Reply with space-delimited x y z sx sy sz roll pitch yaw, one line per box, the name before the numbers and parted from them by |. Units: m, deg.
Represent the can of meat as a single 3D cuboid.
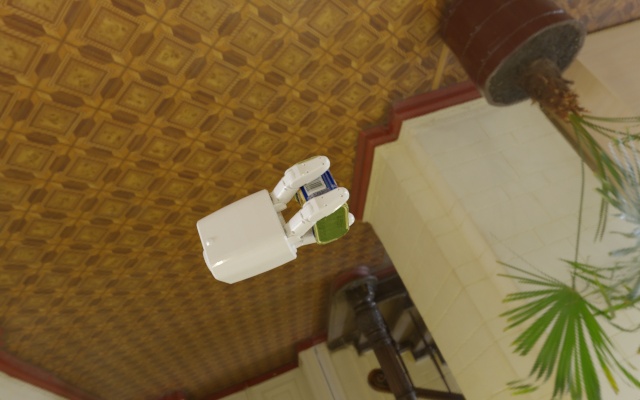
can of meat | 0.000 0.002 0.670 0.057 0.084 0.102 -21 -30 -7
